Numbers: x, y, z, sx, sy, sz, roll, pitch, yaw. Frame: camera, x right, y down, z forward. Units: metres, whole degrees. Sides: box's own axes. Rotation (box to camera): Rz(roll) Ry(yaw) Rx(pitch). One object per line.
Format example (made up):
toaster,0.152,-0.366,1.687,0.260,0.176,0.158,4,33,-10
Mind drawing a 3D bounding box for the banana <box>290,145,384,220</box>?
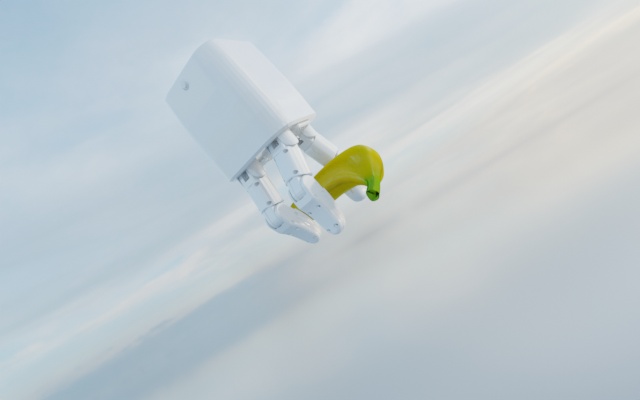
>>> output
banana,0.011,-0.013,0.481,0.037,0.069,0.198,40,-26,-10
